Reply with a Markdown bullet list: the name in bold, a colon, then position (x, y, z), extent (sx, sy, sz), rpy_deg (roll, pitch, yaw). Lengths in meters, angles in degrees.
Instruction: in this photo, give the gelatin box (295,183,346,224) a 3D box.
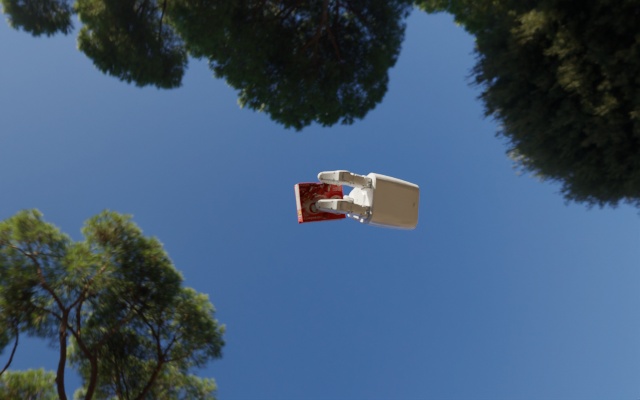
- **gelatin box**: position (0.000, 0.003, 0.895), extent (0.089, 0.073, 0.030), rpy_deg (-4, -7, -20)
